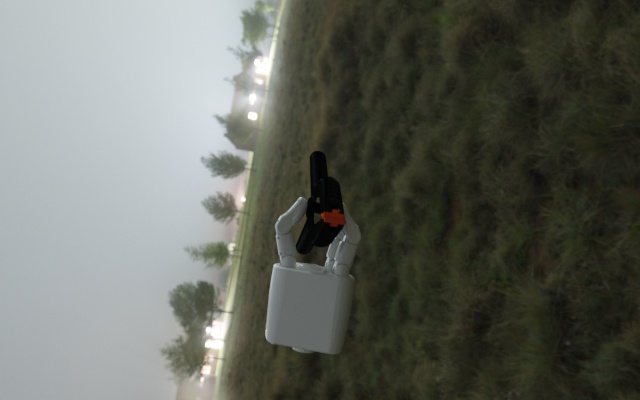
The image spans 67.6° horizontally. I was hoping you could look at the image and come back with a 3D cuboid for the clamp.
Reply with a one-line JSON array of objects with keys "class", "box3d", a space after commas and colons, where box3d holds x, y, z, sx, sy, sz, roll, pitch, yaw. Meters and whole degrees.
[{"class": "clamp", "box3d": [-0.001, 0.002, 0.671, 0.036, 0.164, 0.210, 7, -3, -11]}]
